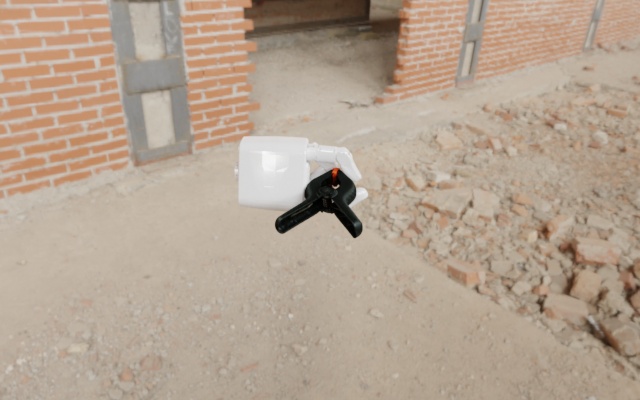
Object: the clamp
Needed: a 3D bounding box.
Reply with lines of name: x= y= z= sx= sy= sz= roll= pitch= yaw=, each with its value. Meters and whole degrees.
clamp: x=0.000 y=0.002 z=0.703 sx=0.120 sy=0.039 sz=0.171 roll=3 pitch=28 yaw=1
